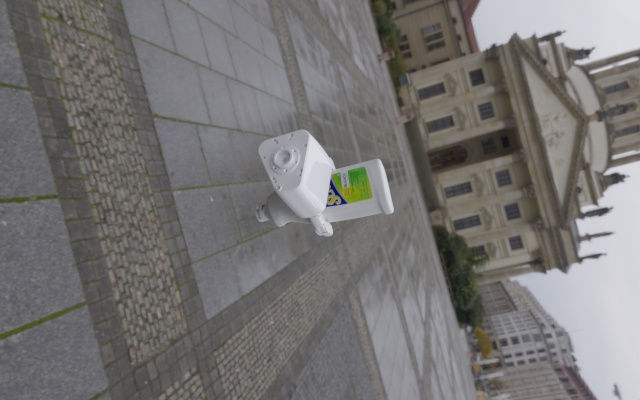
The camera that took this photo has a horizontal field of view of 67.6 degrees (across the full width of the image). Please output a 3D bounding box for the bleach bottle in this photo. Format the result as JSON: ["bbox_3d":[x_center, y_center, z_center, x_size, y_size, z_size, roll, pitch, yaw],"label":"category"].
[{"bbox_3d":[0.000,0.003,0.880,0.251,0.102,0.068,-15,-25,13],"label":"bleach bottle"}]
